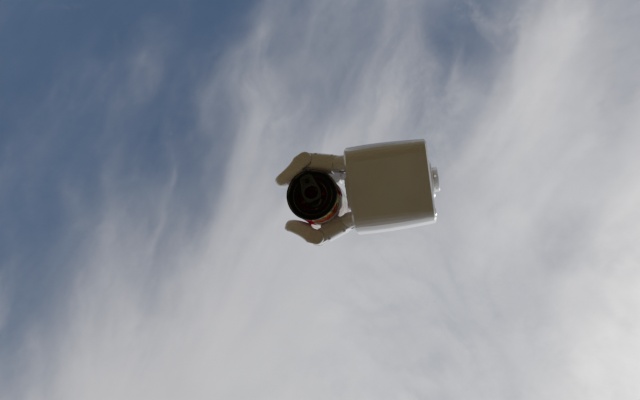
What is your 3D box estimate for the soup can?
[{"bbox_3d":[0.000,0.002,0.659,0.068,0.068,0.102,0,-12,13],"label":"soup can"}]
